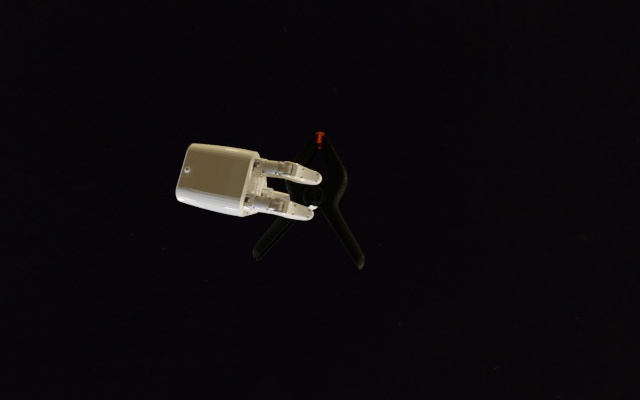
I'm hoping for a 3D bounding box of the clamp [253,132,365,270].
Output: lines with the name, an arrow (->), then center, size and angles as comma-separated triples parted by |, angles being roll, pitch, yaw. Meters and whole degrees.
clamp -> 0.000, 0.002, 0.719 | 0.164, 0.210, 0.036 | 11, -12, 6
